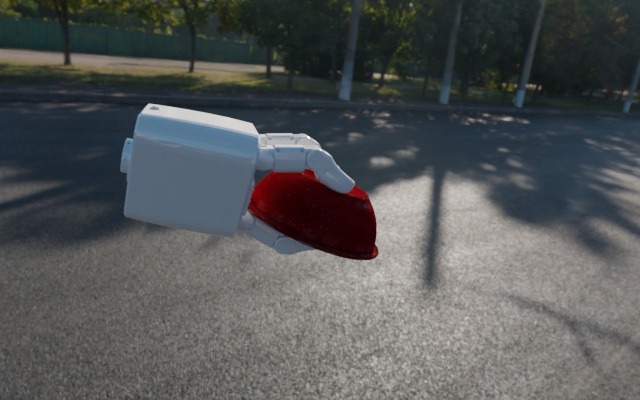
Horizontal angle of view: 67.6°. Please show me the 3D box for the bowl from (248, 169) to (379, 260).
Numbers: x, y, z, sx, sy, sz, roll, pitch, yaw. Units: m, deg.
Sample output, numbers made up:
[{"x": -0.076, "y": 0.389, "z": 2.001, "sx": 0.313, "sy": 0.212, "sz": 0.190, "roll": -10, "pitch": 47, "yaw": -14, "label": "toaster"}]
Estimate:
[{"x": 0.001, "y": 0.002, "z": 0.519, "sx": 0.162, "sy": 0.055, "sz": 0.162, "roll": 23, "pitch": 12, "yaw": -5, "label": "bowl"}]
